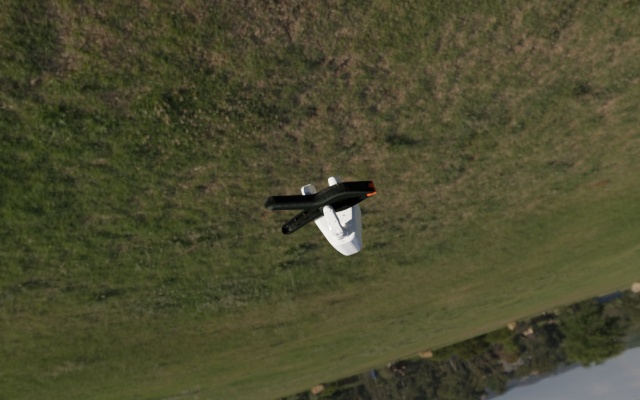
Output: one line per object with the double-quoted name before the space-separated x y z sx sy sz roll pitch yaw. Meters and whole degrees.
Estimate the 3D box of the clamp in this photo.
"clamp" 0.001 0.004 0.900 0.210 0.036 0.165 -20 -22 7
